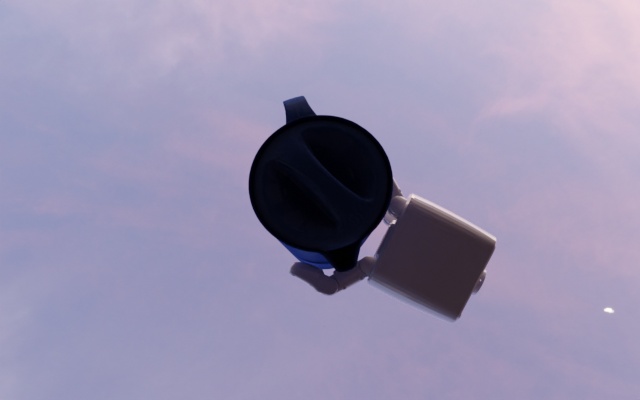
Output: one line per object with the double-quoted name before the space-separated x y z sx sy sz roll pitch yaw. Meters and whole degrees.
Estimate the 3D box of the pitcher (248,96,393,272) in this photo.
"pitcher" 0.000 0.002 0.550 0.145 0.149 0.243 26 -13 7
